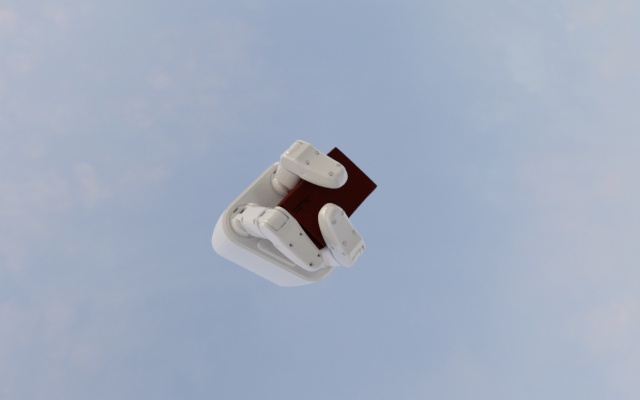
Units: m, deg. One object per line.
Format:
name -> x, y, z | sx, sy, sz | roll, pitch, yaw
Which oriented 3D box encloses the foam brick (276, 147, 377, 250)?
foam brick -> 0.000, 0.001, 0.423 | 0.078, 0.053, 0.051 | -47, 4, -24
